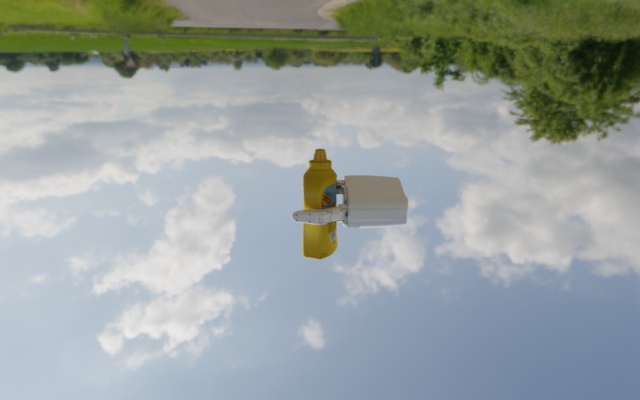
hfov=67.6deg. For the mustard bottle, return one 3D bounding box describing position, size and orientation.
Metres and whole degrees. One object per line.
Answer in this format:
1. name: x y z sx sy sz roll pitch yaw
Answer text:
1. mustard bottle: 0.000 0.003 0.861 0.058 0.192 0.096 7 17 21
